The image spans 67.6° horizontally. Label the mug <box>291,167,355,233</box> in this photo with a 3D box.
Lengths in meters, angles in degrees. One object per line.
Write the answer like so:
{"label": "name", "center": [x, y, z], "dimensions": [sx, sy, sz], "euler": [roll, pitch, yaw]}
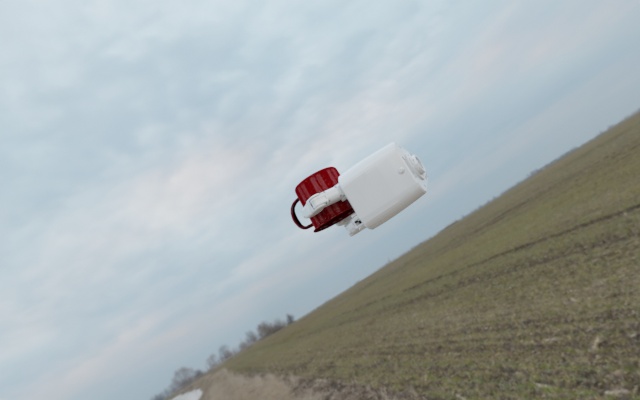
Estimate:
{"label": "mug", "center": [-0.001, 0.003, 0.807], "dimensions": [0.117, 0.081, 0.093], "euler": [-33, -10, 19]}
